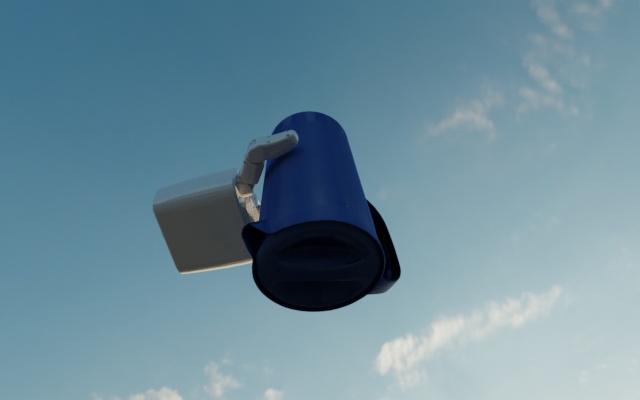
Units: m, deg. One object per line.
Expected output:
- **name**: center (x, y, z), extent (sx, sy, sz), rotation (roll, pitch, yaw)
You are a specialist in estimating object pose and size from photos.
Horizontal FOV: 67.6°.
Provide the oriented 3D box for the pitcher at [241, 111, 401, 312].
- **pitcher**: center (0.000, 0.002, 0.565), extent (0.145, 0.149, 0.242), rotation (-14, 39, 7)
